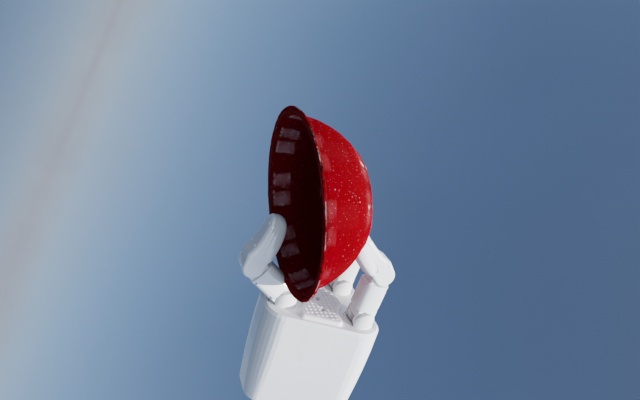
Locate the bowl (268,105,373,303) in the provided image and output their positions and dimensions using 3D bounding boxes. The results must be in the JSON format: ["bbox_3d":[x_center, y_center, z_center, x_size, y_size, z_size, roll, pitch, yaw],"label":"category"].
[{"bbox_3d":[0.001,0.000,0.404,0.055,0.162,0.162,-4,1,-19],"label":"bowl"}]
